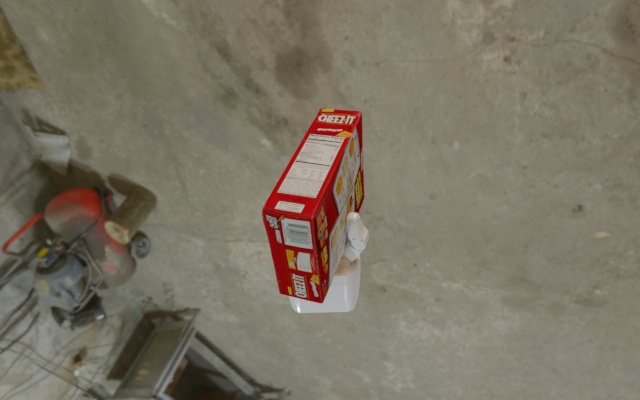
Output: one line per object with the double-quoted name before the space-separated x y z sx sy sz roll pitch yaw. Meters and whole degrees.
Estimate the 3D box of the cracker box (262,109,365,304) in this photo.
"cracker box" 0.000 0.002 0.646 0.072 0.164 0.213 9 45 16
